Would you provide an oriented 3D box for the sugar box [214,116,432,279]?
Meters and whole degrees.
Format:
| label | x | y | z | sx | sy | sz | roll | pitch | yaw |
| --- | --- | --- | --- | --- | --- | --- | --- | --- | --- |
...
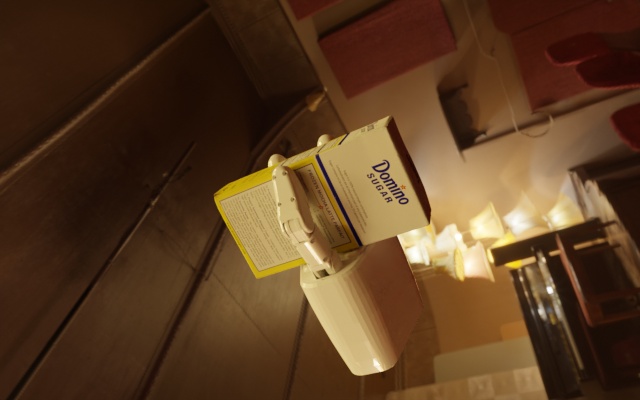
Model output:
| label | x | y | z | sx | sy | sz | roll | pitch | yaw |
| --- | --- | --- | --- | --- | --- | --- | --- | --- | --- |
| sugar box | 0.000 | 0.001 | 0.429 | 0.176 | 0.093 | 0.048 | -20 | 16 | 21 |
